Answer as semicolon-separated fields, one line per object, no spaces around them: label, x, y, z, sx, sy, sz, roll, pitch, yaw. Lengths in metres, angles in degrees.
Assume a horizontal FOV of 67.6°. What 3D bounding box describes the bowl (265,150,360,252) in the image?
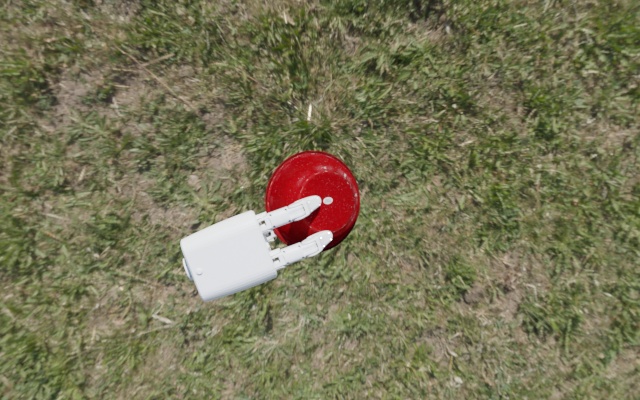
bowl;0.001;0.002;0.727;0.162;0.162;0.055;0;1;-23
